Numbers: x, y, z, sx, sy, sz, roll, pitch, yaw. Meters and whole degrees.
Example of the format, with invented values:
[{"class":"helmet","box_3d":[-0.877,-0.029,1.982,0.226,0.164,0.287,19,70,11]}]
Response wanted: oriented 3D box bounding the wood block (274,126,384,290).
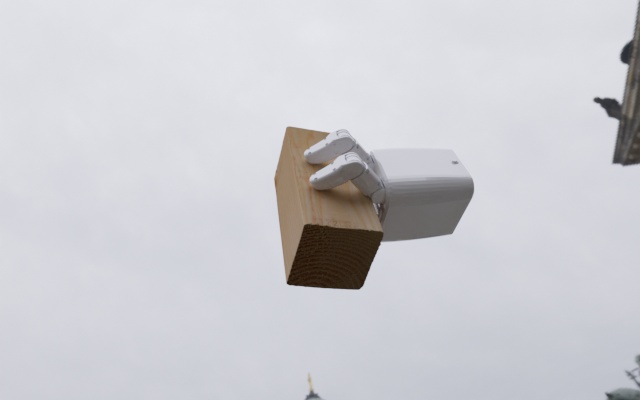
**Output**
[{"class":"wood block","box_3d":[0.000,0.002,0.589,0.090,0.091,0.206,6,35,-15]}]
